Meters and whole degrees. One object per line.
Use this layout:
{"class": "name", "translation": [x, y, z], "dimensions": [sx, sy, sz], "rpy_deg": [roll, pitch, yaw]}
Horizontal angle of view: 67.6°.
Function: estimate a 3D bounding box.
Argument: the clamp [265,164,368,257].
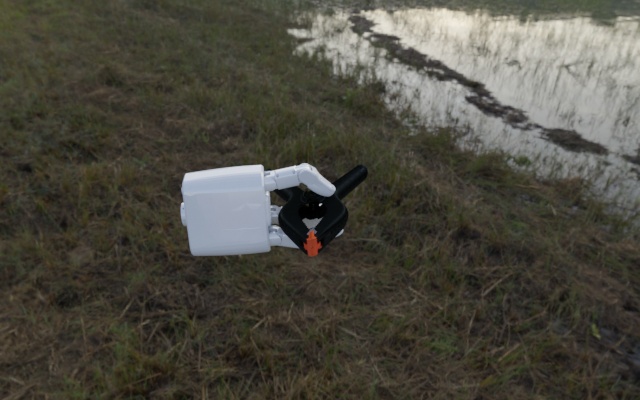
{"class": "clamp", "translation": [0.000, 0.002, 0.673], "dimensions": [0.164, 0.036, 0.209], "rpy_deg": [-7, 31, -3]}
